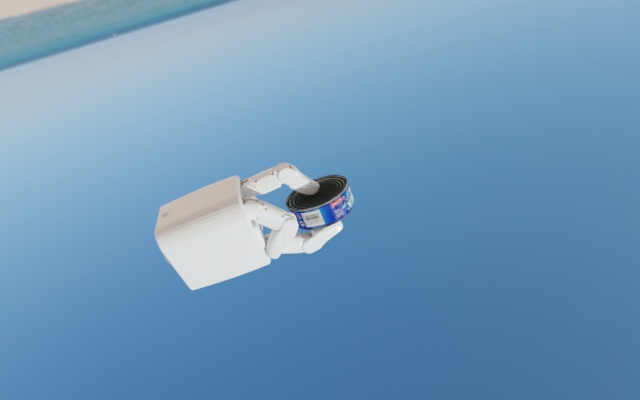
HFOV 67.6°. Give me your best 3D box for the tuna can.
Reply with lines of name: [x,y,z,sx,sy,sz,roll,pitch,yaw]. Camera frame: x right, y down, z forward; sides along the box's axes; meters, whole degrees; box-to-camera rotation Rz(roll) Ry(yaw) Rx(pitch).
tuna can: [0.000,0.003,0.625,0.086,0.034,0.086,-19,25,9]
